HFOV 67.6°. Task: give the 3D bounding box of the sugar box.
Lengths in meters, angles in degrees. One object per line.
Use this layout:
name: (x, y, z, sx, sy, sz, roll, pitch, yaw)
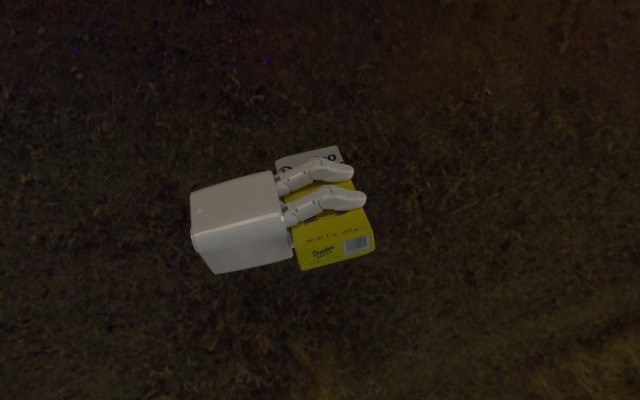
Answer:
sugar box: (0.000, 0.002, 0.615, 0.093, 0.048, 0.176, -14, 45, -5)
